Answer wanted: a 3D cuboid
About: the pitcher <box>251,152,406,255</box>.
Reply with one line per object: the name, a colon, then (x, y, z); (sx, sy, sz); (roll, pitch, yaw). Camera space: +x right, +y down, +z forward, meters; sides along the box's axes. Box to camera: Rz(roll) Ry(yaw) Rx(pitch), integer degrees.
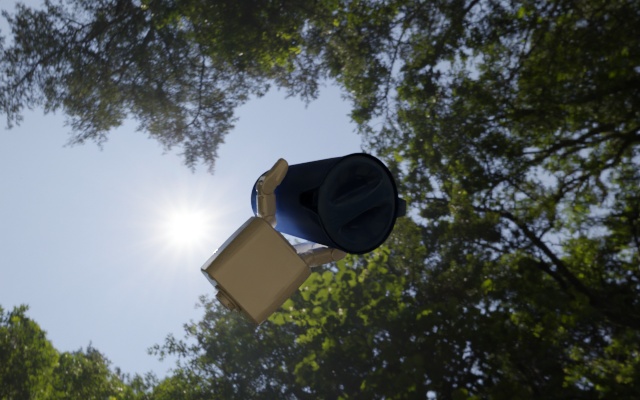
pitcher: (0.000, 0.002, 0.722); (0.145, 0.149, 0.243); (-47, 24, -22)
